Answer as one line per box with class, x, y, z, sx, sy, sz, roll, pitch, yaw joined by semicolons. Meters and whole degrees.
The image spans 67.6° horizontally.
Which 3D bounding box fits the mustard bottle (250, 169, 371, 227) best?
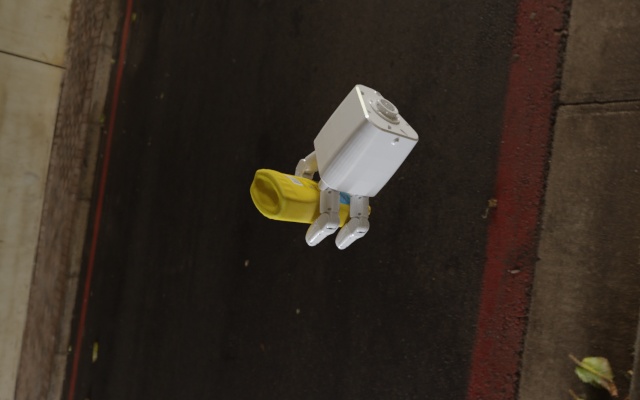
mustard bottle;0.000;0.003;0.696;0.191;0.058;0.096;10;18;-38
